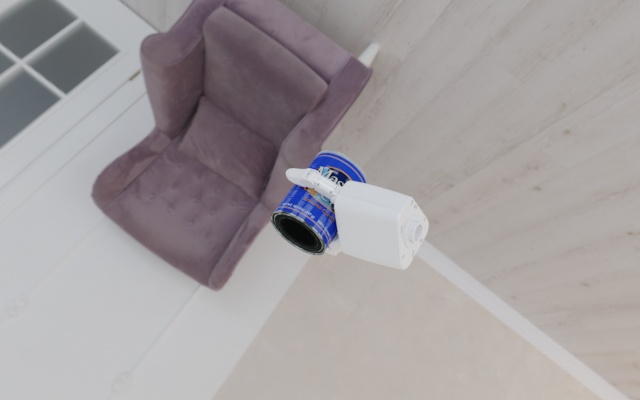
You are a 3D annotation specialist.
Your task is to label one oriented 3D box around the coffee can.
[{"bbox_3d":[0.000,0.002,0.772,0.103,0.140,0.103,27,-29,16],"label":"coffee can"}]
